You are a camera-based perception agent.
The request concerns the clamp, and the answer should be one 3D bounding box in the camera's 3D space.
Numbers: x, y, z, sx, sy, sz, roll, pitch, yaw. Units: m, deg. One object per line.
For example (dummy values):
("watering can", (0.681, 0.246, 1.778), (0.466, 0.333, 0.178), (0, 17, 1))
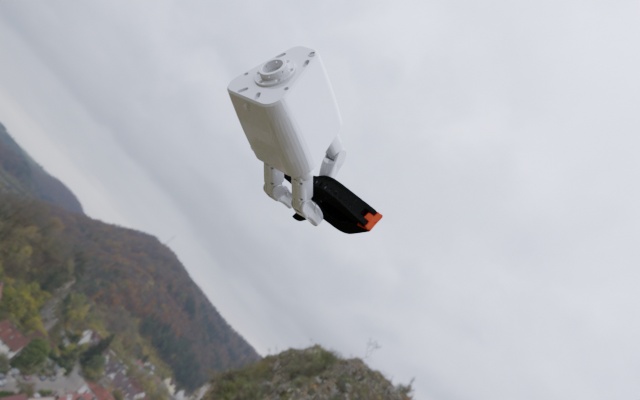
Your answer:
("clamp", (0.001, 0.002, 0.660), (0.210, 0.036, 0.165), (28, -25, 37))
